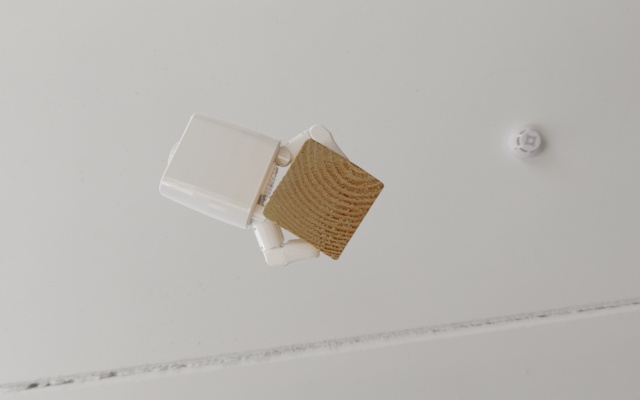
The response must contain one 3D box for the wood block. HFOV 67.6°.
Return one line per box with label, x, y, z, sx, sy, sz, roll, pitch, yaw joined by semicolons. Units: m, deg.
wood block;0.000;0.001;0.561;0.090;0.091;0.206;32;-2;0
